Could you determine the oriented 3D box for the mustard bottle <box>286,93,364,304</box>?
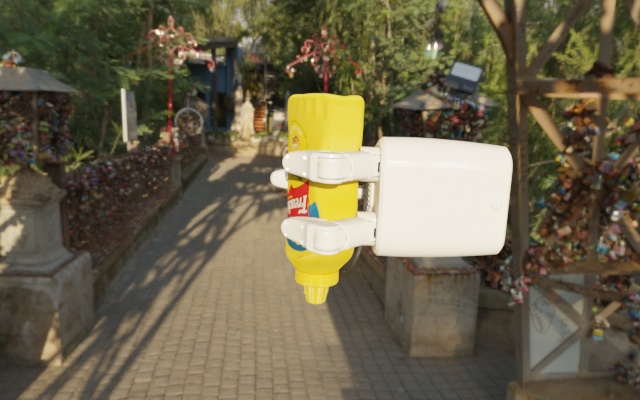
[{"bbox_3d":[0.000,0.001,0.437,0.058,0.192,0.096,-3,11,-25],"label":"mustard bottle"}]
